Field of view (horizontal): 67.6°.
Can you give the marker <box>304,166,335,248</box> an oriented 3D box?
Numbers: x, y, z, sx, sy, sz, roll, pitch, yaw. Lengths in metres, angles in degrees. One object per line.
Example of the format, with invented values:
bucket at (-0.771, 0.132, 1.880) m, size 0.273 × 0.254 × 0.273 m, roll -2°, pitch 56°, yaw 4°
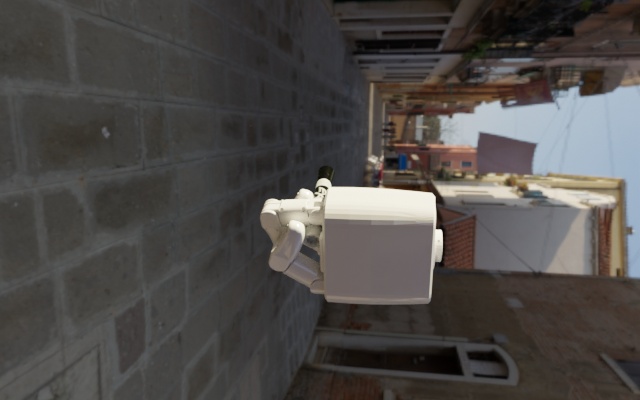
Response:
marker at (0.000, 0.002, 0.512) m, size 0.020 × 0.020 × 0.121 m, roll 0°, pitch 39°, yaw 10°
